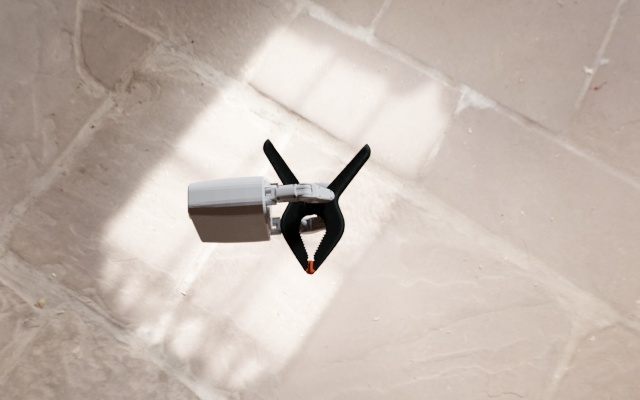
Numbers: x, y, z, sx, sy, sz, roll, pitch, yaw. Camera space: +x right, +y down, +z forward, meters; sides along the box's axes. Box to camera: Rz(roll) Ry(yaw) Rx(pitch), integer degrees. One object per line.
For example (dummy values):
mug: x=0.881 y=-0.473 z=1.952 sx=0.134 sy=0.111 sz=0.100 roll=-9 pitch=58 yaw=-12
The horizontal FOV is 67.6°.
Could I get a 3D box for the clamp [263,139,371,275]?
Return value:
clamp: x=0.000 y=0.003 z=0.705 sx=0.164 sy=0.210 sz=0.036 roll=-4 pitch=-15 yaw=0
